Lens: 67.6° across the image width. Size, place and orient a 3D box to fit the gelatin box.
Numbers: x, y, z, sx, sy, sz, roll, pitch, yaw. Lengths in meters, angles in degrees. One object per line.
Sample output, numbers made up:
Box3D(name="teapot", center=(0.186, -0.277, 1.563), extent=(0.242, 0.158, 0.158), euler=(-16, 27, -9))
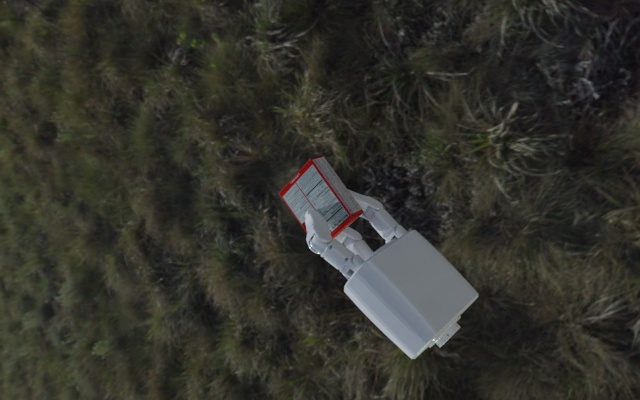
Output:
Box3D(name="gelatin box", center=(0.000, 0.002, 0.584), extent=(0.030, 0.089, 0.073), euler=(-23, -17, -50))
